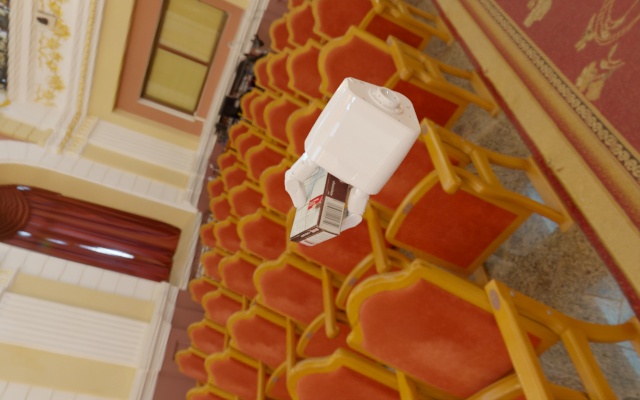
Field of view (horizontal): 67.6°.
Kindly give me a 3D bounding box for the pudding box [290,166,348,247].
[{"bbox_3d":[0.000,0.002,0.681,0.039,0.113,0.090,23,-25,-21],"label":"pudding box"}]
